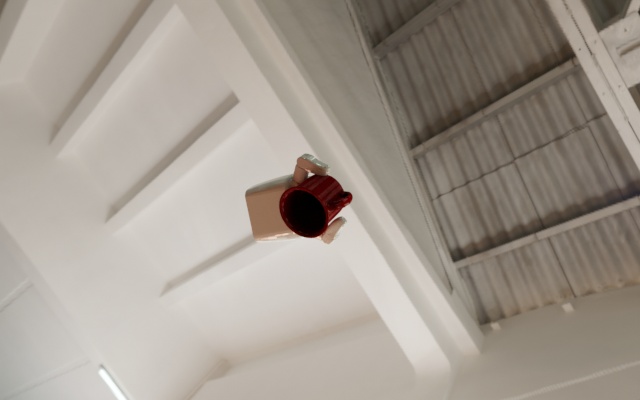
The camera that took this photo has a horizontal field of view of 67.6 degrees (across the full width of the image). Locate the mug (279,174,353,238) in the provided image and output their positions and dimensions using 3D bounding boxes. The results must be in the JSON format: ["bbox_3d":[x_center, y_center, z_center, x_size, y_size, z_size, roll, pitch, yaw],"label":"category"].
[{"bbox_3d":[0.001,0.002,0.799,0.117,0.093,0.081,-10,18,34],"label":"mug"}]
